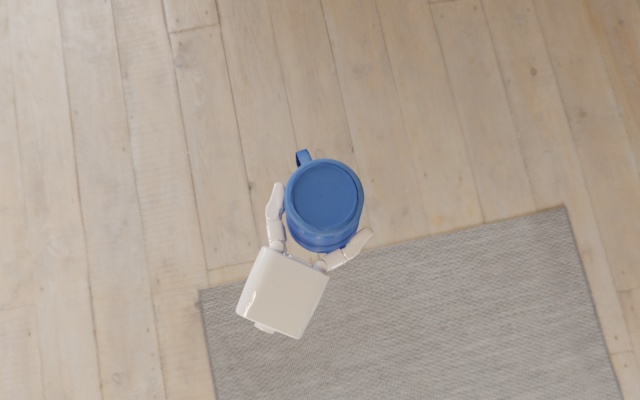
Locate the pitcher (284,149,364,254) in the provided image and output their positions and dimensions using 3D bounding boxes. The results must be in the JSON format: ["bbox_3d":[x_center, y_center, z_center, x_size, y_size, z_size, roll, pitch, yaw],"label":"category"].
[{"bbox_3d":[0.000,0.003,0.751,0.149,0.145,0.243,25,-8,3],"label":"pitcher"}]
